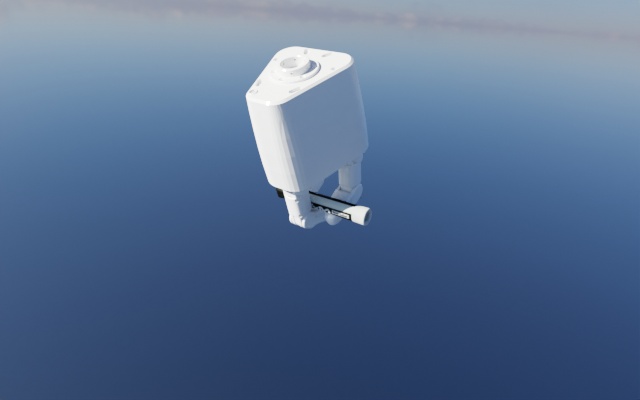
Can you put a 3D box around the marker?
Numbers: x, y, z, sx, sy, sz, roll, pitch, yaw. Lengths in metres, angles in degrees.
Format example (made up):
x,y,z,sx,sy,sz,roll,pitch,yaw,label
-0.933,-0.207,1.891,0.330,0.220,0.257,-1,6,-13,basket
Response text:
x,y,z,sx,sy,sz,roll,pitch,yaw,label
0.000,0.002,0.533,0.121,0.020,0.020,18,9,29,marker
